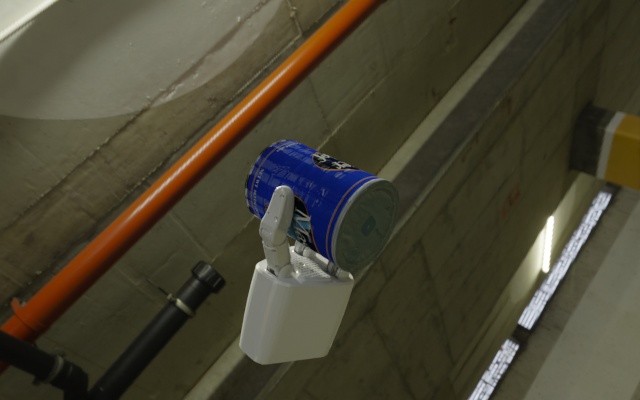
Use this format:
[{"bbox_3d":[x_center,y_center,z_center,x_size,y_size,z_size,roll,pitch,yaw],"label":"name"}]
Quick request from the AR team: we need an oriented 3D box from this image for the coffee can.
[{"bbox_3d":[0.000,0.002,0.527,0.140,0.103,0.103,27,17,36],"label":"coffee can"}]
